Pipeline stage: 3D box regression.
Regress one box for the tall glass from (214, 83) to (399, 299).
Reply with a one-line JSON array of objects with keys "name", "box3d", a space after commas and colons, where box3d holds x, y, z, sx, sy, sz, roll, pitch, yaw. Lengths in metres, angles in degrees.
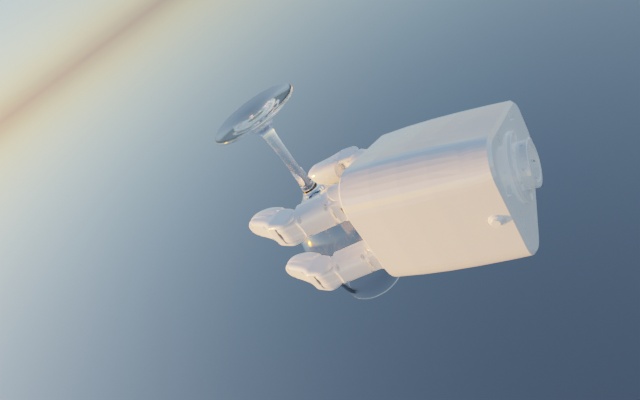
[{"name": "tall glass", "box3d": [0.000, 0.001, 0.418, 0.079, 0.201, 0.079, -27, 30, 17]}]
